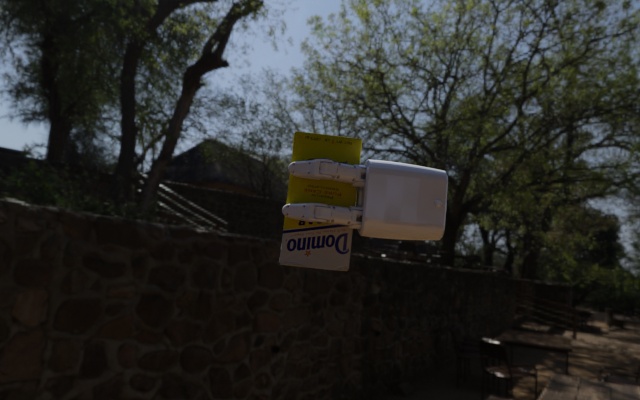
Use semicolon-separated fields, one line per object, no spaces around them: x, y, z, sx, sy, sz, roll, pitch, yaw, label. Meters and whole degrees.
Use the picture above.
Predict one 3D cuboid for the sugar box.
0.000;0.002;0.637;0.093;0.176;0.048;6;-8;-3;sugar box
